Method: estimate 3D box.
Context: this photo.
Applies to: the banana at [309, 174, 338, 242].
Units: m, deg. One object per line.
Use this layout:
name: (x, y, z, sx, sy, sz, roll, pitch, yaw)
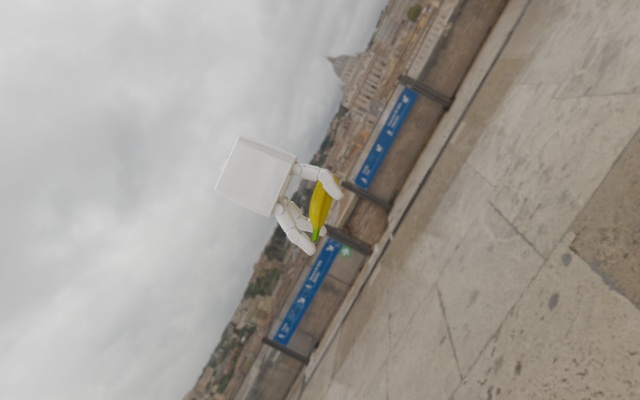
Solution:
banana: (0.005, -0.010, 0.880, 0.037, 0.070, 0.197, 21, 34, -1)
